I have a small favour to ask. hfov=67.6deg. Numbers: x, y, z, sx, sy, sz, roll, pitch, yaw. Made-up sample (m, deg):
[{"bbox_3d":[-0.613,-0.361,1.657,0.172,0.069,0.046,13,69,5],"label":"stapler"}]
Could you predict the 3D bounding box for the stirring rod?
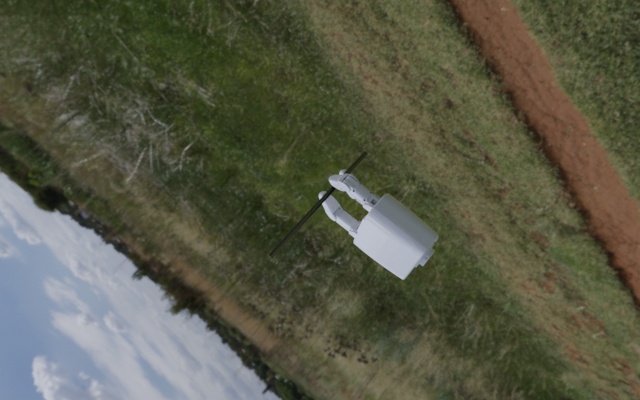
[{"bbox_3d":[0.000,0.003,0.784,0.011,0.239,0.011,38,-18,15],"label":"stirring rod"}]
